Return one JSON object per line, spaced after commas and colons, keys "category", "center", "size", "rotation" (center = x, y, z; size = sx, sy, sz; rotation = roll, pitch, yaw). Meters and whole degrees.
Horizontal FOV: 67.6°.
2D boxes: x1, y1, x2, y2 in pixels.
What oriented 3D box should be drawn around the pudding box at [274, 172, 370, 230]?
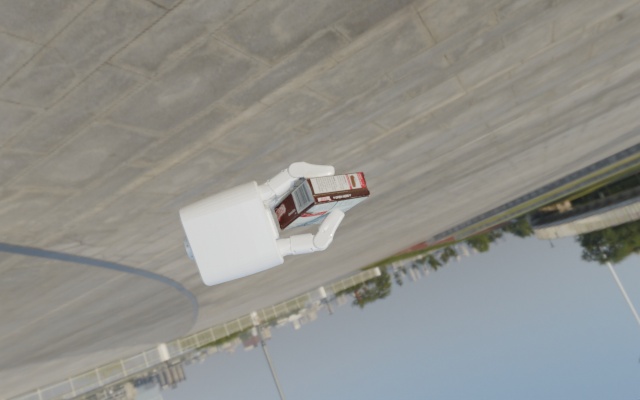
{"category": "pudding box", "center": [0.000, 0.002, 0.653], "size": [0.090, 0.039, 0.113], "rotation": [-10, -14, -31]}
